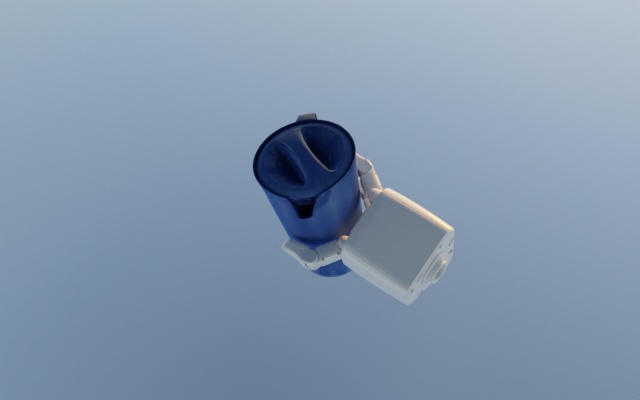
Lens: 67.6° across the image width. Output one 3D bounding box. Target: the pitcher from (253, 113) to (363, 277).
[{"bbox_3d":[0.000,0.002,0.698,0.145,0.149,0.243,33,-23,31],"label":"pitcher"}]
